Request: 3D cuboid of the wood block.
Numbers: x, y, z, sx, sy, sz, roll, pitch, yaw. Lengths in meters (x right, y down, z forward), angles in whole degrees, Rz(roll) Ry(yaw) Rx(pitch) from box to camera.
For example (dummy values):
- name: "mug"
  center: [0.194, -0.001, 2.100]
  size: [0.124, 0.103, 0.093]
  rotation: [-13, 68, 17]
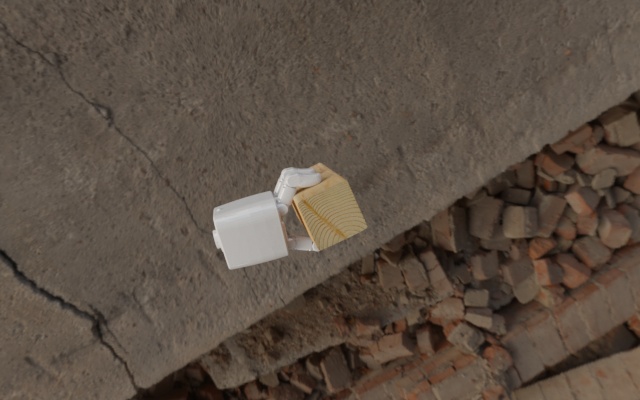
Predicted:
- name: "wood block"
  center: [0.000, 0.003, 0.849]
  size: [0.090, 0.091, 0.206]
  rotation: [-26, 16, -5]
